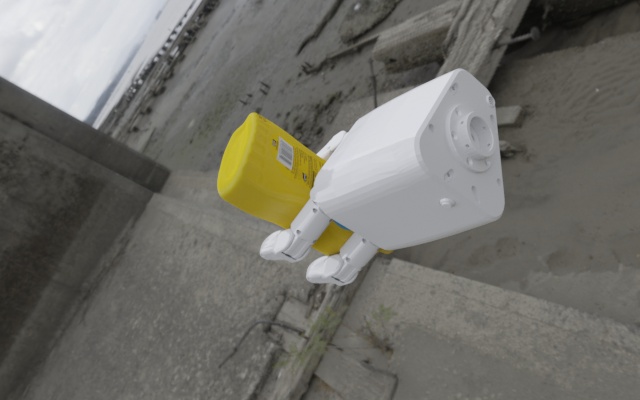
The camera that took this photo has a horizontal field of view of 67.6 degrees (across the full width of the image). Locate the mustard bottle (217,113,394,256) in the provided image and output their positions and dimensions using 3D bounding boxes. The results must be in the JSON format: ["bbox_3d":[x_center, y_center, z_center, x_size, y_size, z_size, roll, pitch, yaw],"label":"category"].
[{"bbox_3d":[0.000,0.001,0.449,0.192,0.096,0.058,31,-56,-26],"label":"mustard bottle"}]
